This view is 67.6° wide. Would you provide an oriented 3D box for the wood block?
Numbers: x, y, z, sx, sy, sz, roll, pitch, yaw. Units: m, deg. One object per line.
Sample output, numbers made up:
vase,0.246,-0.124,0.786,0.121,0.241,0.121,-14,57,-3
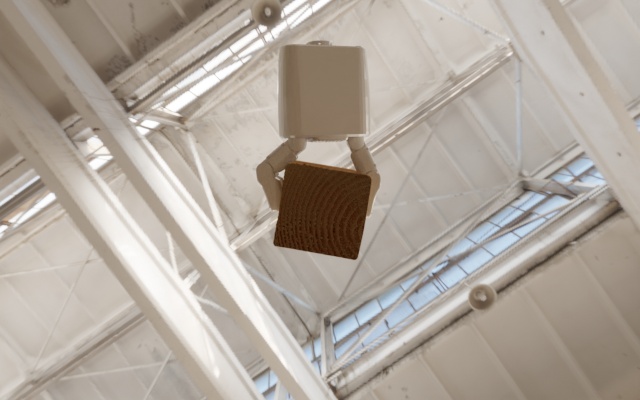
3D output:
wood block,0.000,0.002,0.585,0.091,0.090,0.206,9,5,-2
